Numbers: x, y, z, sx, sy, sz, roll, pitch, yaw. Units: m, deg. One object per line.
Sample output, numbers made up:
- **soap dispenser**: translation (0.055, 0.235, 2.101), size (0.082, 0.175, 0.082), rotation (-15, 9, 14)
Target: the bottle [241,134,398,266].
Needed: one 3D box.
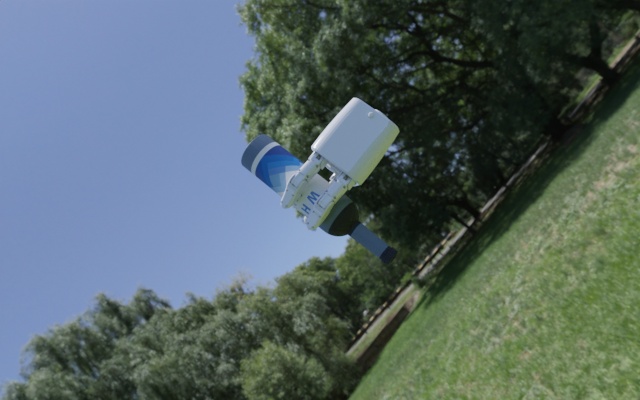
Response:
- **bottle**: translation (0.000, 0.002, 0.772), size (0.295, 0.069, 0.069), rotation (38, 11, 15)
